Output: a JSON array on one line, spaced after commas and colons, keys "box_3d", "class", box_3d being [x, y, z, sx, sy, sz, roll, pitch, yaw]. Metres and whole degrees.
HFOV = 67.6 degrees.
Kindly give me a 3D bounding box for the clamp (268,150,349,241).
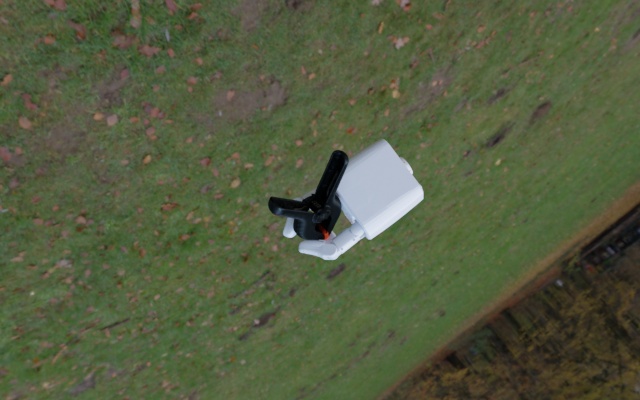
[{"box_3d": [0.000, 0.003, 0.656, 0.120, 0.039, 0.171, -35, -24, -3], "class": "clamp"}]
